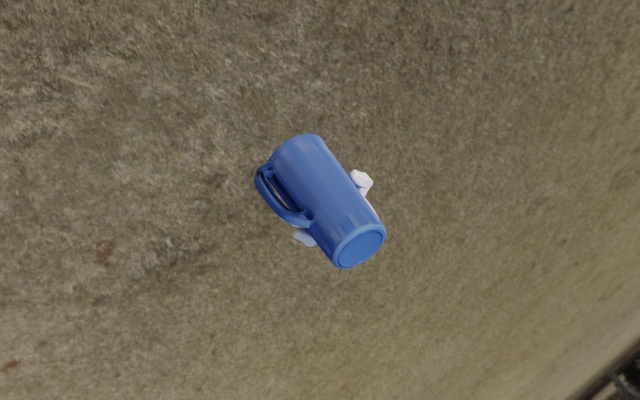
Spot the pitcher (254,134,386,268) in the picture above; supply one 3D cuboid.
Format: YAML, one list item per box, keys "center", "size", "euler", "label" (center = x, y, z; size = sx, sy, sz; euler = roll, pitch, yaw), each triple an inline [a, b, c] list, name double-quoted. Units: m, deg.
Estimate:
- center: [0.000, 0.003, 0.858]
  size: [0.149, 0.242, 0.145]
  euler: [-38, -34, 3]
  label: "pitcher"
